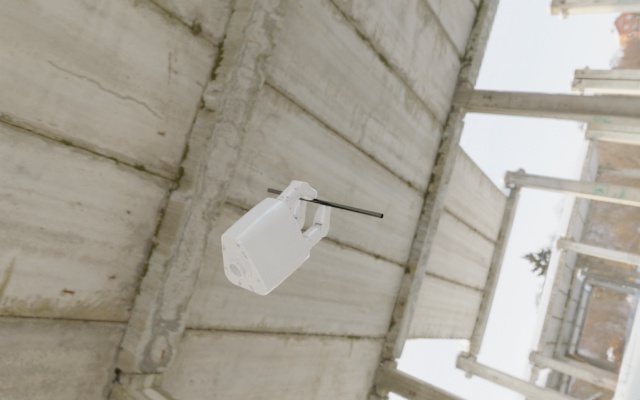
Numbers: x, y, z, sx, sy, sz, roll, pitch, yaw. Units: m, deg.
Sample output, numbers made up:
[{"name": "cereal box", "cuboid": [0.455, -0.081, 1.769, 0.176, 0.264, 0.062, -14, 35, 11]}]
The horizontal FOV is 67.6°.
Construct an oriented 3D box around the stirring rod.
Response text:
[{"name": "stirring rod", "cuboid": [0.000, 0.003, 0.809, 0.239, 0.011, 0.011, 13, 7, 35]}]
